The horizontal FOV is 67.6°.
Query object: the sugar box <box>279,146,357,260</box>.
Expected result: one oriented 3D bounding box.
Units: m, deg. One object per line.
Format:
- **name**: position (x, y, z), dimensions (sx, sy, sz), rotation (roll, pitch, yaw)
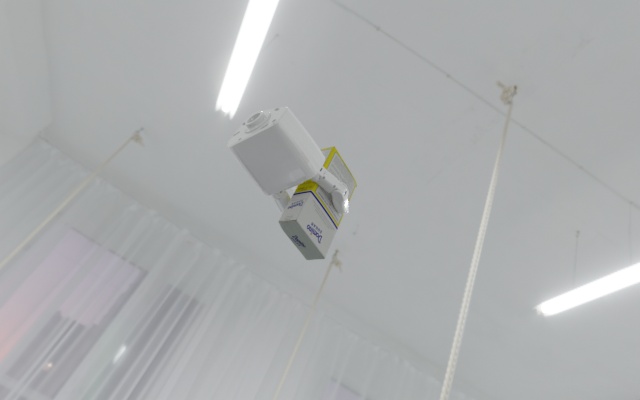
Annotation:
- **sugar box**: position (0.000, 0.002, 0.794), dimensions (0.048, 0.093, 0.176), rotation (-7, 40, 38)
